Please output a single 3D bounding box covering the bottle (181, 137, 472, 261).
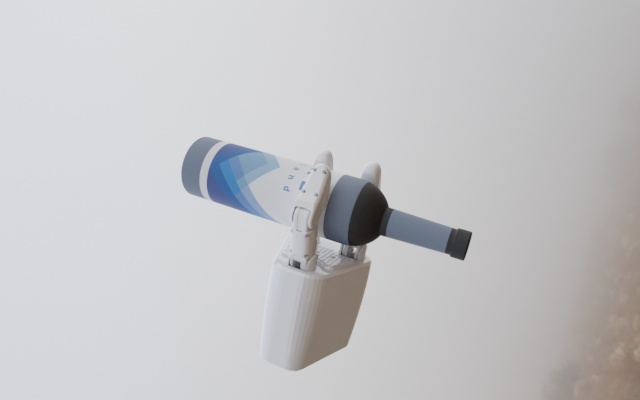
[{"bbox_3d":[0.000,0.001,0.478,0.295,0.069,0.069,17,6,20],"label":"bottle"}]
